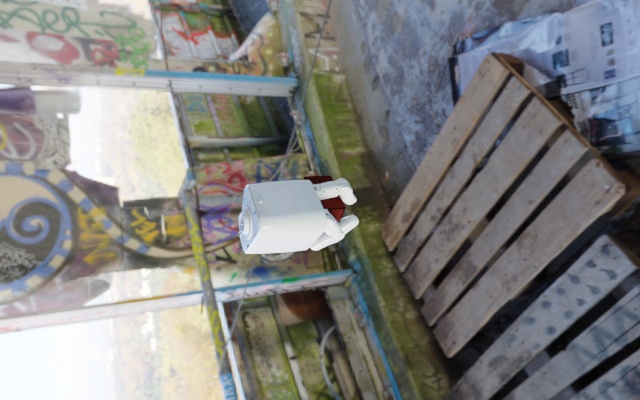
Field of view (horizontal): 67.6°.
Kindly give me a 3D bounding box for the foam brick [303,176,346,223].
[{"bbox_3d":[0.000,0.002,0.805,0.051,0.078,0.053,-4,-42,-24],"label":"foam brick"}]
